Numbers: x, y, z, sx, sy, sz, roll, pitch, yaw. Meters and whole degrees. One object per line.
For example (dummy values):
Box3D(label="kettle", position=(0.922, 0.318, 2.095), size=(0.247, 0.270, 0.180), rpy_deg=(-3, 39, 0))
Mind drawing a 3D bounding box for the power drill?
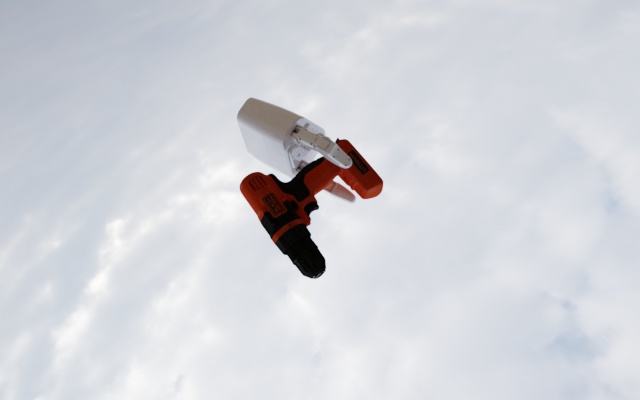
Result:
Box3D(label="power drill", position=(0.000, 0.002, 0.709), size=(0.187, 0.184, 0.057), rpy_deg=(-31, -17, -23))
